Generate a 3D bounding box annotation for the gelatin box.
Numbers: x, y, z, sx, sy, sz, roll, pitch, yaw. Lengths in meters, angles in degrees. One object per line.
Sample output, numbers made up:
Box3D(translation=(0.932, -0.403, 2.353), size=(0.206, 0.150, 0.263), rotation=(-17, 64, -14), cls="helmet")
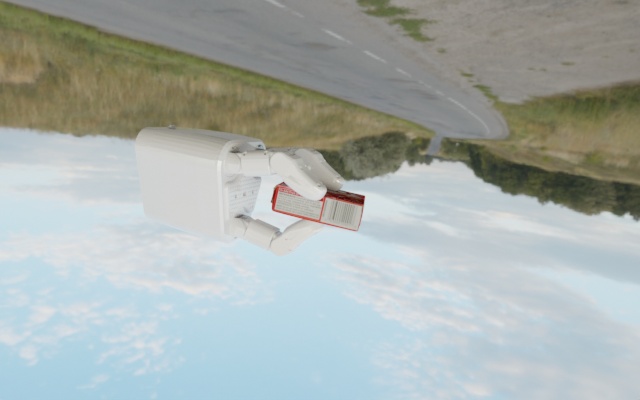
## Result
Box3D(translation=(0.000, 0.002, 0.489), size=(0.089, 0.030, 0.073), rotation=(14, 9, 5), cls="gelatin box")
